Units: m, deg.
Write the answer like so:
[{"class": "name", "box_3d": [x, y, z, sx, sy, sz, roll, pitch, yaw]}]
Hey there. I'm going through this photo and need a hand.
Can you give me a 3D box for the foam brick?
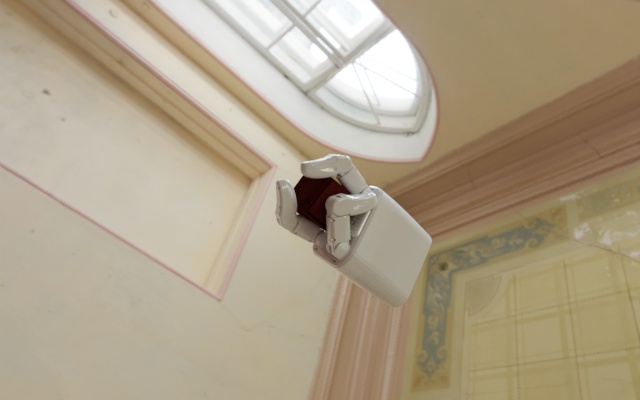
[{"class": "foam brick", "box_3d": [0.000, 0.002, 0.588, 0.051, 0.053, 0.078, 39, -7, -24]}]
